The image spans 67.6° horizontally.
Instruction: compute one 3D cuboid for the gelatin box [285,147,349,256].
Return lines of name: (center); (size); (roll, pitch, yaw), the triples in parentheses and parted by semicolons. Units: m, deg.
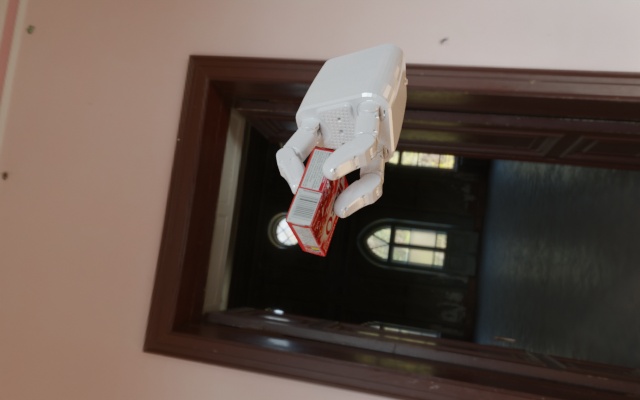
gelatin box: (0.000, 0.002, 0.488); (0.030, 0.089, 0.073); (12, -25, 18)
